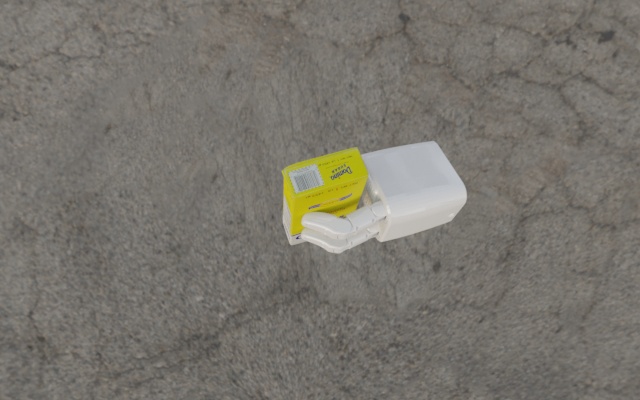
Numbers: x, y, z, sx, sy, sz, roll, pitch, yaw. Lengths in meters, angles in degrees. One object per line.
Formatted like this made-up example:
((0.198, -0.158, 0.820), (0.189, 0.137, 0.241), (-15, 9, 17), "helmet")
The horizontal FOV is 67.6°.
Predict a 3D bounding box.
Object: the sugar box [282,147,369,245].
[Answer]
((0.000, 0.002, 0.612), (0.093, 0.048, 0.176), (-16, -23, -10), "sugar box")
